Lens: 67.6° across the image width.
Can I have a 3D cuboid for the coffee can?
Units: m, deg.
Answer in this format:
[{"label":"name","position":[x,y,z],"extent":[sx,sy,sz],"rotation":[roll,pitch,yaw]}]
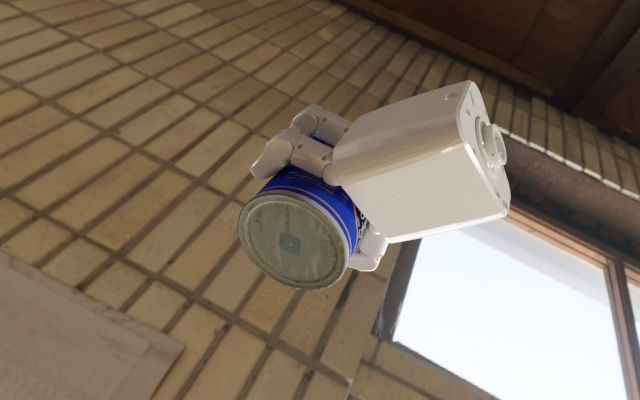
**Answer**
[{"label":"coffee can","position":[0.000,0.002,0.458],"extent":[0.103,0.103,0.140],"rotation":[0,32,26]}]
